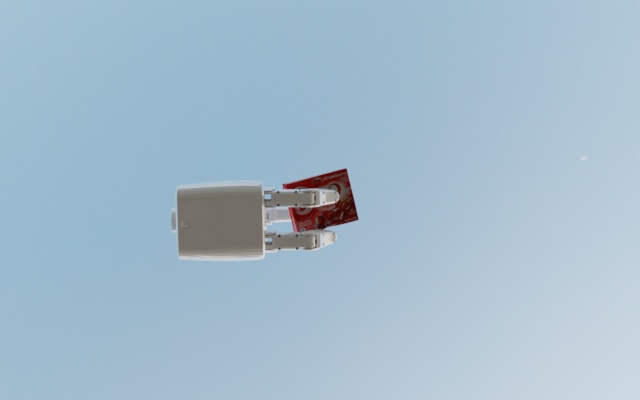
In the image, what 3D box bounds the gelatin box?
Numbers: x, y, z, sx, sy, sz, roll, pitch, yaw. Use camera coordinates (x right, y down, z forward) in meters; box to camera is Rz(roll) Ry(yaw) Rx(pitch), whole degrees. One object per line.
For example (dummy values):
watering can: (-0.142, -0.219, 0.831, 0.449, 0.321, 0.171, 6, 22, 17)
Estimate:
gelatin box: (0.000, 0.002, 0.644, 0.089, 0.073, 0.030, -15, 5, -13)
